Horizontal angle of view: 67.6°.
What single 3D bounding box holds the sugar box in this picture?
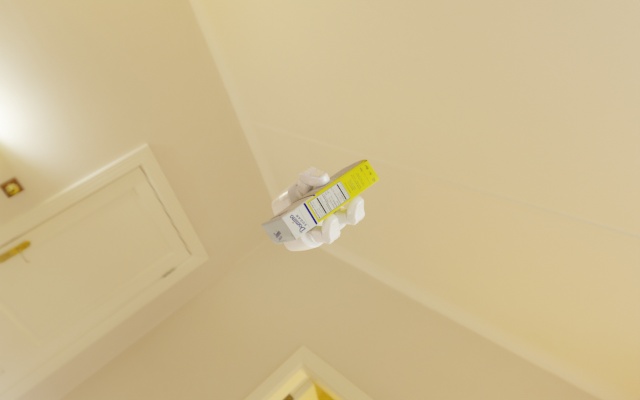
[{"bbox_3d":[0.000,0.003,0.745,0.176,0.048,0.093,-37,7,-25],"label":"sugar box"}]
